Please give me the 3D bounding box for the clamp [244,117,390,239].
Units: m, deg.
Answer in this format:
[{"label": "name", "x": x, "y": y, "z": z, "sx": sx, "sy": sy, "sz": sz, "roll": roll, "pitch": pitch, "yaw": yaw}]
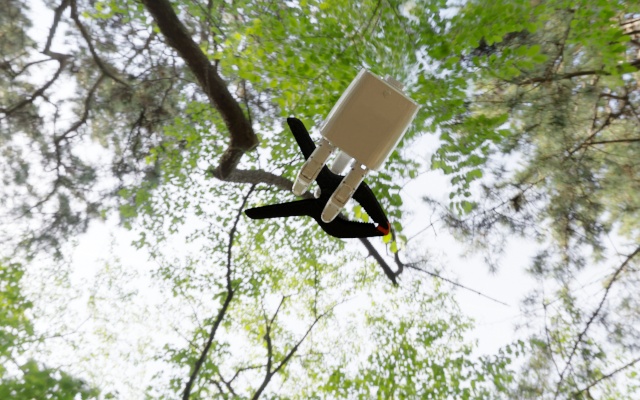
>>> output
[{"label": "clamp", "x": 0.001, "y": 0.002, "z": 0.692, "sx": 0.210, "sy": 0.164, "sz": 0.036, "roll": 34, "pitch": 18, "yaw": 0}]
